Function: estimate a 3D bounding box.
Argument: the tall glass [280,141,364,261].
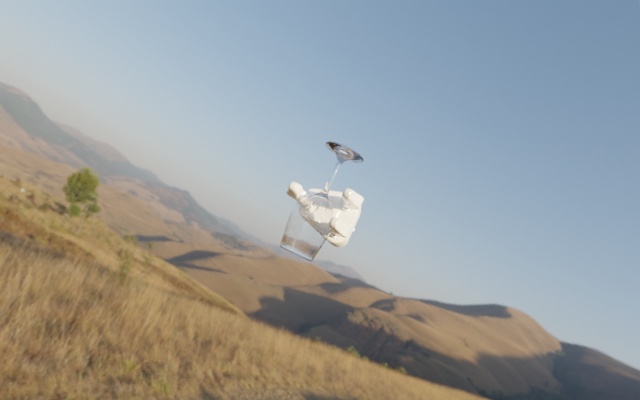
[{"bbox_3d":[0.000,0.002,0.832,0.079,0.201,0.079,25,-9,4],"label":"tall glass"}]
